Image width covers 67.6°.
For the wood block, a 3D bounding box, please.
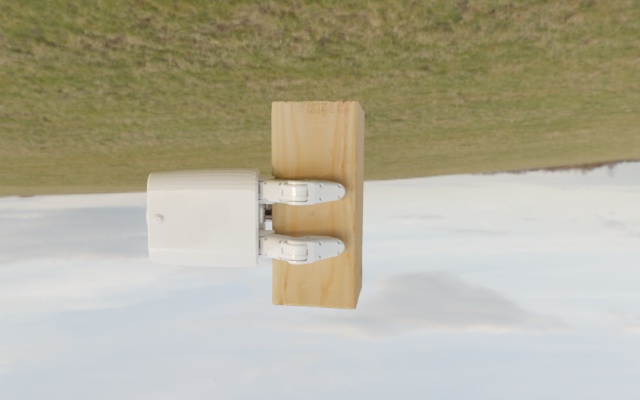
[{"bbox_3d":[0.000,0.002,0.518,0.090,0.206,0.091,1,5,8],"label":"wood block"}]
